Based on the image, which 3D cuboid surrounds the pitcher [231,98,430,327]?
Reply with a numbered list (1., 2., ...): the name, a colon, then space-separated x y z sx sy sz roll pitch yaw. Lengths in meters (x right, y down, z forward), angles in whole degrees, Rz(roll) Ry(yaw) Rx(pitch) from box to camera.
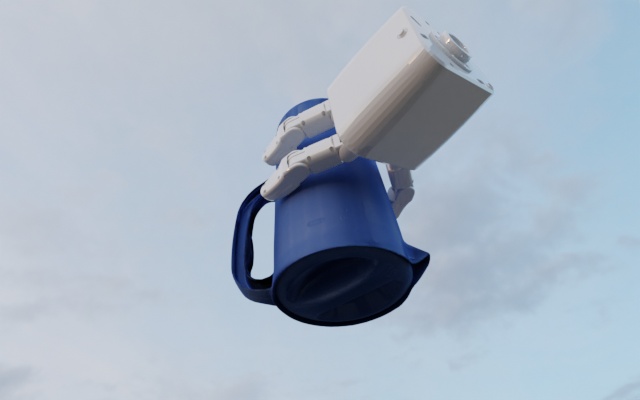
1. pitcher: 0.000 0.002 0.513 0.149 0.242 0.145 22 -51 -28
